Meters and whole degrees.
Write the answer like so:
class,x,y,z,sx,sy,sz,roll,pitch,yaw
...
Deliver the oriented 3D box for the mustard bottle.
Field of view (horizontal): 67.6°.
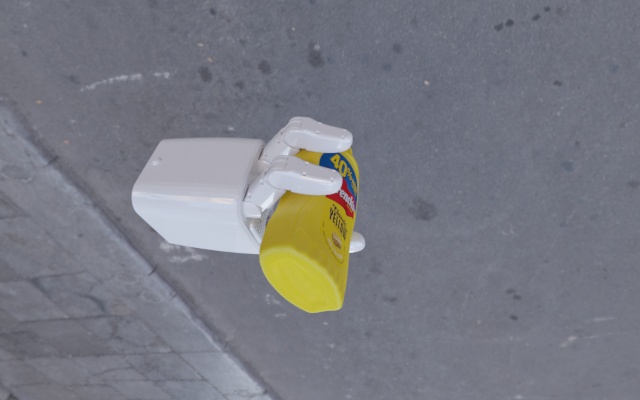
class,x,y,z,sx,sy,sz,roll,pitch,yaw
mustard bottle,0.000,0.002,0.454,0.058,0.191,0.096,-14,-49,27
